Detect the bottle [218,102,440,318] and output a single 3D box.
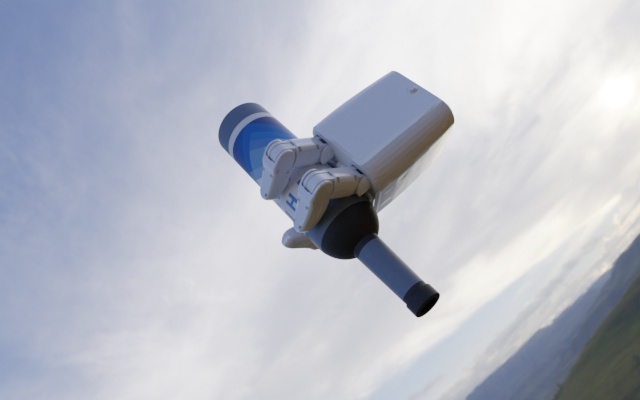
[{"bbox_3d":[0.000,0.001,0.473,0.069,0.069,0.295,0,35,-48],"label":"bottle"}]
